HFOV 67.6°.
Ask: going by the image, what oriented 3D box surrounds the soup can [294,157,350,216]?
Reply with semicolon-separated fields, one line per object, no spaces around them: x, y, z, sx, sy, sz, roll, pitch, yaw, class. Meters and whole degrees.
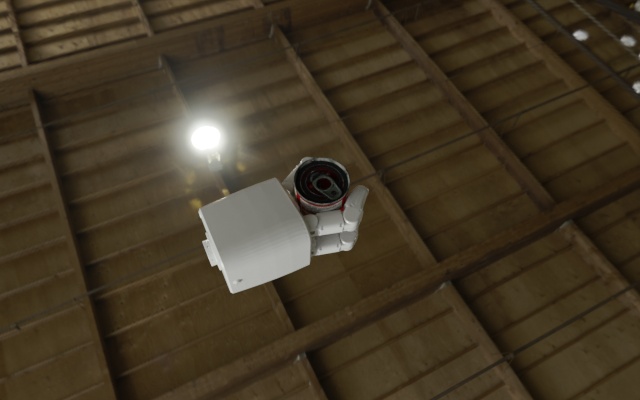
0.000;0.002;0.609;0.068;0.068;0.102;0;-32;-2;soup can
